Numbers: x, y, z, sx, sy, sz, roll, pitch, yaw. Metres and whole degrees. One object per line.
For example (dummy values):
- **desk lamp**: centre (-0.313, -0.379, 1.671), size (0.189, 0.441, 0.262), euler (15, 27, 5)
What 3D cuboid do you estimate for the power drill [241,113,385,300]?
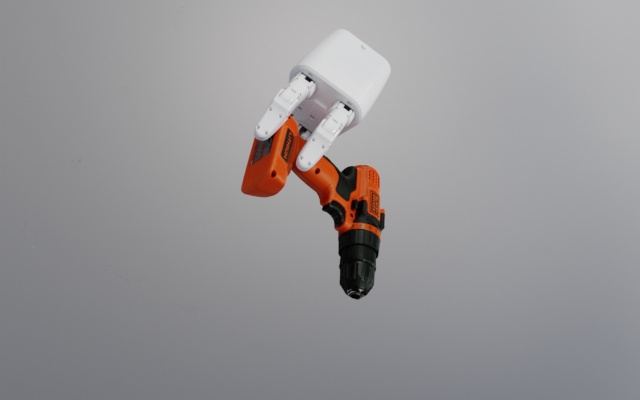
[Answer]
- **power drill**: centre (0.000, 0.001, 0.551), size (0.057, 0.184, 0.188), euler (-28, -49, 35)
